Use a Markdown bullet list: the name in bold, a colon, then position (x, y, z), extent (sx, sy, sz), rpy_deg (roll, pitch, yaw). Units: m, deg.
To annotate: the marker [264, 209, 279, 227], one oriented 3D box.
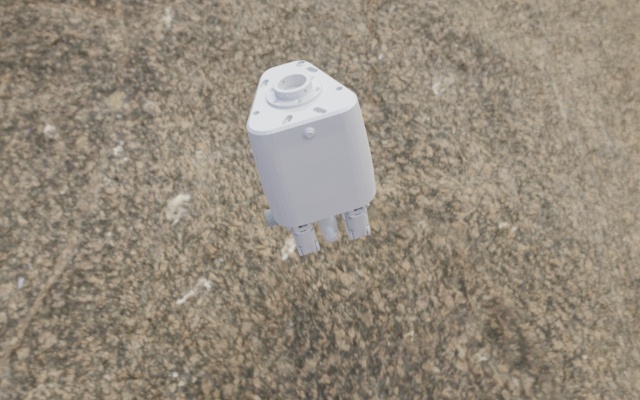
- **marker**: position (0.000, 0.002, 0.512), extent (0.121, 0.020, 0.020), rpy_deg (-18, 1, -3)
